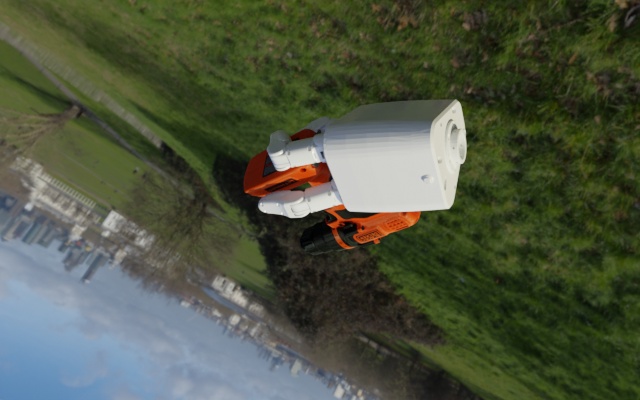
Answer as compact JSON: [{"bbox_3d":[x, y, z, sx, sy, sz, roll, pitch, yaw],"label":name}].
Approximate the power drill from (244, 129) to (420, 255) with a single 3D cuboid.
[{"bbox_3d":[0.000,0.002,0.584,0.184,0.057,0.188,-24,-42,35],"label":"power drill"}]
